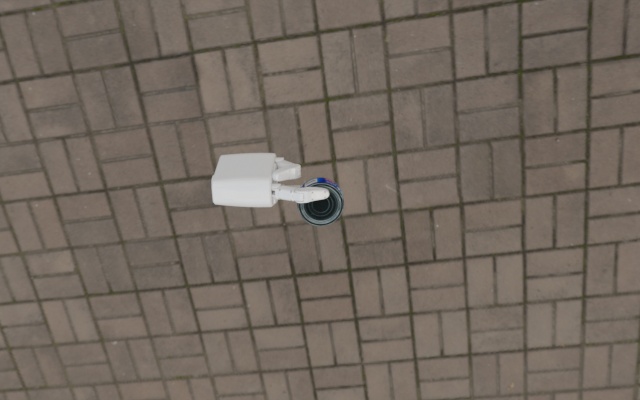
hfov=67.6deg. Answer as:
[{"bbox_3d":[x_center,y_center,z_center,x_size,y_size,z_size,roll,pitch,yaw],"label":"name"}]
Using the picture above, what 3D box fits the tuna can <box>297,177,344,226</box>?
[{"bbox_3d":[0.000,0.003,0.871,0.086,0.086,0.033,0,19,-2],"label":"tuna can"}]
